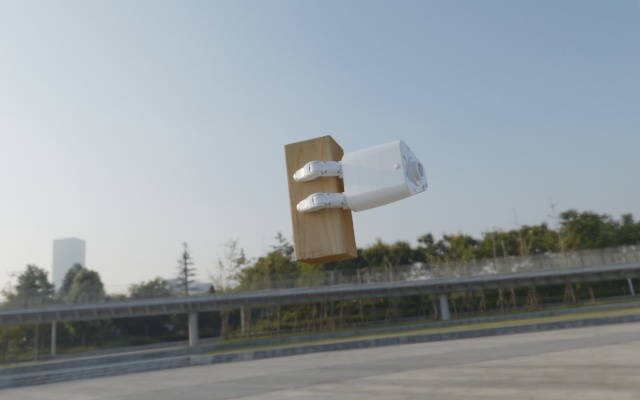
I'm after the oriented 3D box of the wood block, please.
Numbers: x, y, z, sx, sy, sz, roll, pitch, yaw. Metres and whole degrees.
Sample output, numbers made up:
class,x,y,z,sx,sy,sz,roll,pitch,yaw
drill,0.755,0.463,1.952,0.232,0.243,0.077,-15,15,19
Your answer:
class,x,y,z,sx,sy,sz,roll,pitch,yaw
wood block,0.001,0.003,0.847,0.090,0.206,0.091,-11,-15,17
